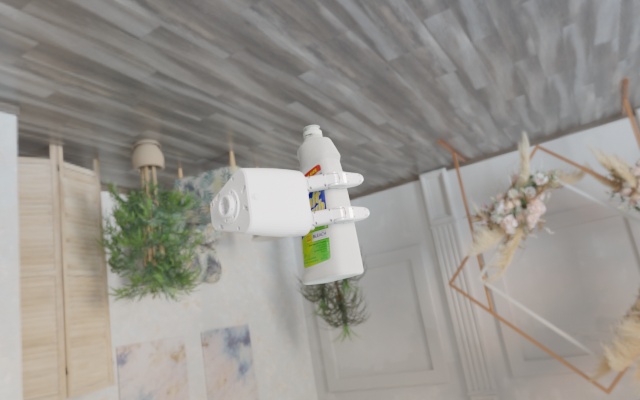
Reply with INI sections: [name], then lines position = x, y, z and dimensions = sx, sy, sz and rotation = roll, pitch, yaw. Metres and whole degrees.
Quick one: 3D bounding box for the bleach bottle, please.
[bleach bottle]
position = 0.000, 0.003, 0.770
dimensions = 0.068, 0.250, 0.102
rotation = 3, -18, -42
